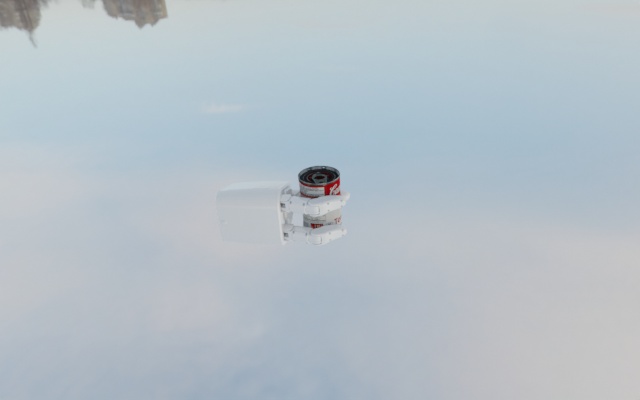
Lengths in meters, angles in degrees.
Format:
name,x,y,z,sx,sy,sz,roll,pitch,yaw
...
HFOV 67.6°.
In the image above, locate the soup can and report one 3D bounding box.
name,x,y,z,sx,sy,sz,roll,pitch,yaw
soup can,0.001,0.003,0.788,0.068,0.102,0.068,-3,28,1
